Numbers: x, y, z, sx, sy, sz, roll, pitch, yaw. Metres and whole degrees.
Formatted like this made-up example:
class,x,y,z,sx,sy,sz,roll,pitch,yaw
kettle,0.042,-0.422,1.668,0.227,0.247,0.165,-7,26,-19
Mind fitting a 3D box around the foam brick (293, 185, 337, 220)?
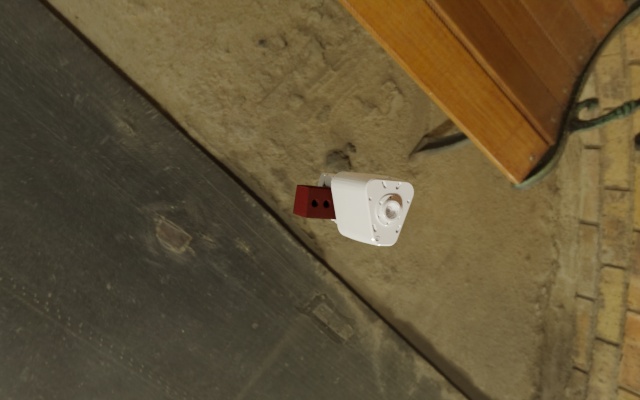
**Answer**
class,x,y,z,sx,sy,sz,roll,pitch,yaw
foam brick,0.000,0.003,0.824,0.078,0.053,0.051,4,6,-27
